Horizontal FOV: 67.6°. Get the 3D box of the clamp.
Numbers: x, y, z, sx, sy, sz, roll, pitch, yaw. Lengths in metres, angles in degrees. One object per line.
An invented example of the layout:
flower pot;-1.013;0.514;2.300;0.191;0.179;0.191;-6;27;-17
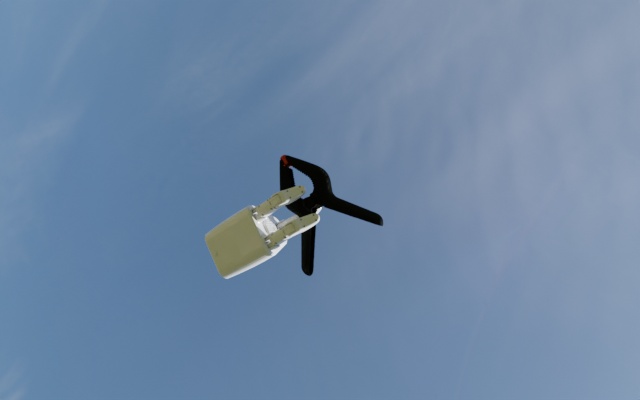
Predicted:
clamp;0.000;0.002;0.828;0.164;0.210;0.036;-29;-13;13
